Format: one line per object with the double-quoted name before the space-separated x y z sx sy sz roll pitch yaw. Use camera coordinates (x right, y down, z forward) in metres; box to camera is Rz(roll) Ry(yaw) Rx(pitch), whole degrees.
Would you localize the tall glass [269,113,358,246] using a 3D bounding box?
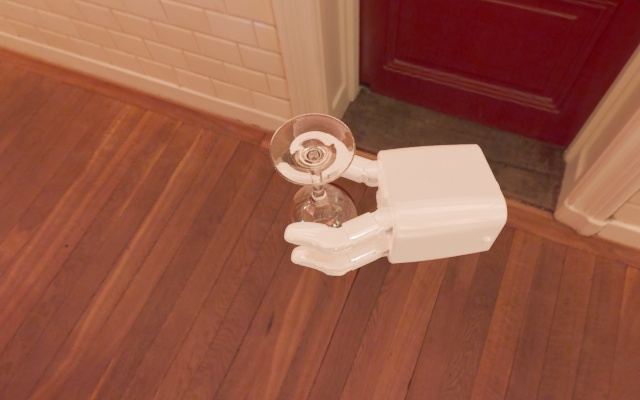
"tall glass" 0.000 0.001 0.495 0.079 0.079 0.201 0 -28 4
